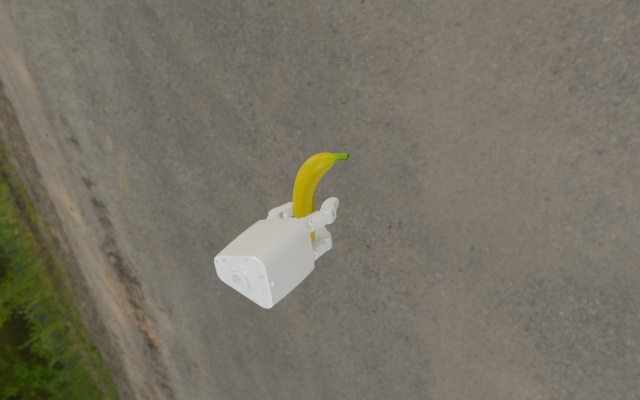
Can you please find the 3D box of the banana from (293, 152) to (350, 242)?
[{"bbox_3d":[-0.014,-0.009,0.801,0.069,0.198,0.037,32,41,13],"label":"banana"}]
